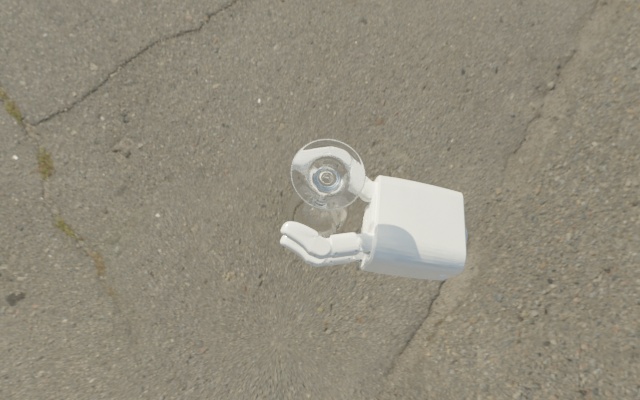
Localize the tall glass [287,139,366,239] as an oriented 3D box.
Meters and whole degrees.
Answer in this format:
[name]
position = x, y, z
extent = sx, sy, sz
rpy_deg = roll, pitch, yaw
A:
[tall glass]
position = 0.000, 0.002, 0.560
extent = 0.079, 0.079, 0.201
rpy_deg = 0, -16, -5
